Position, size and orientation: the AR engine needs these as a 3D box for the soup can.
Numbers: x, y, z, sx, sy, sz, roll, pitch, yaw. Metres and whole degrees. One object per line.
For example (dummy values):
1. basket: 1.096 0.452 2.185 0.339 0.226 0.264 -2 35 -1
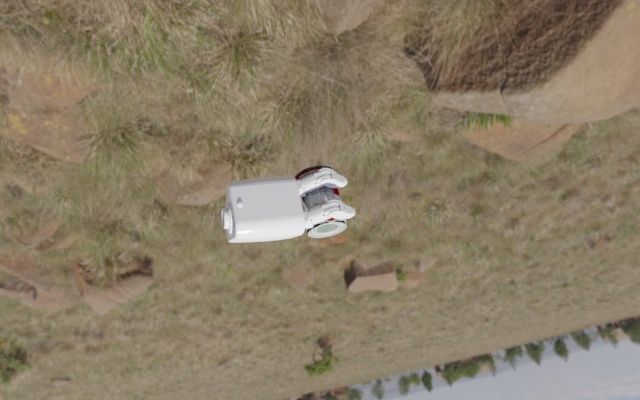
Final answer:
1. soup can: 0.001 0.003 0.787 0.068 0.102 0.068 -11 -23 -5
